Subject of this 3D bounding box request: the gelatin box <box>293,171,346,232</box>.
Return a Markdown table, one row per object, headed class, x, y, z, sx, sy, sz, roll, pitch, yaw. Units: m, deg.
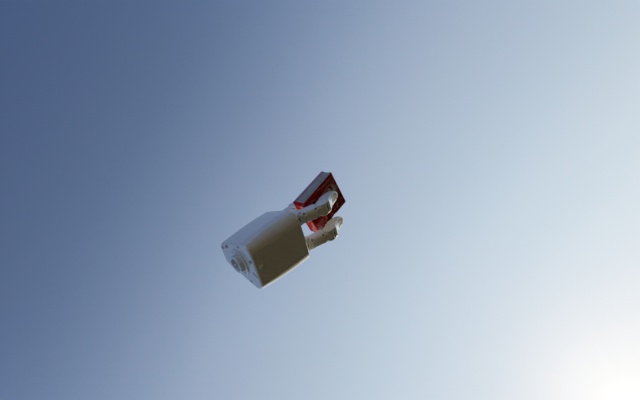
| class | x | y | z | sx | sy | sz | roll | pitch | yaw |
| --- | --- | --- | --- | --- | --- | --- | --- | --- | --- |
| gelatin box | 0.000 | 0.003 | 0.869 | 0.030 | 0.073 | 0.089 | 12 | 51 | 44 |
